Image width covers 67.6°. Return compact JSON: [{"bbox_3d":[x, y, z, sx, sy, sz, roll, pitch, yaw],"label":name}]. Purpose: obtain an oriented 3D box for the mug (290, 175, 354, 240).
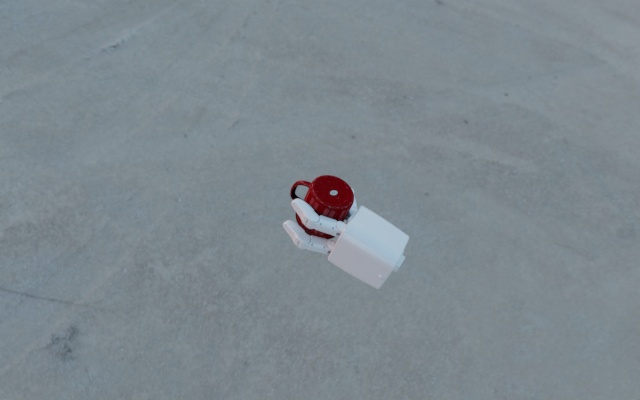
[{"bbox_3d":[-0.001,0.002,0.855,0.117,0.081,0.093,31,46,6],"label":"mug"}]
